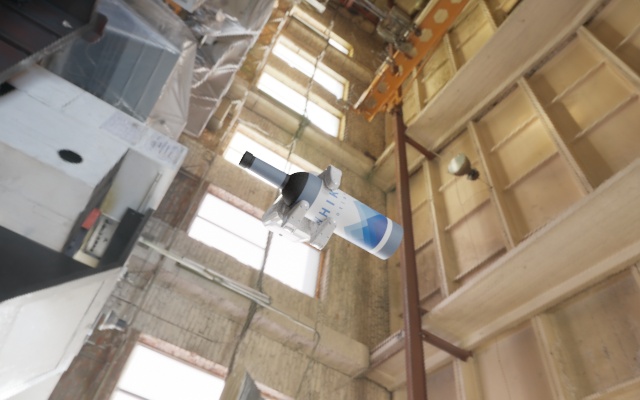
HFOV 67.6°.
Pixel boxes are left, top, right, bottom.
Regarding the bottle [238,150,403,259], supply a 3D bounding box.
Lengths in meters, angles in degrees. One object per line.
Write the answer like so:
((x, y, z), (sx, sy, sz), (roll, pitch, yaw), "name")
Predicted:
((0.000, 0.003, 0.789), (0.296, 0.069, 0.069), (30, -9, -16), "bottle")
